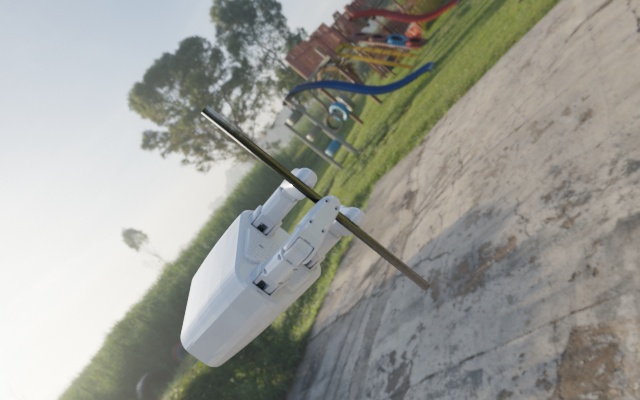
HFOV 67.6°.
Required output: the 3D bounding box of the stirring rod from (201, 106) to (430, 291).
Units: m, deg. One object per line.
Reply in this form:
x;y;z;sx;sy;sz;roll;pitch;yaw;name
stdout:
0.000;0.001;0.400;0.239;0.011;0.011;39;-7;-8;stirring rod
